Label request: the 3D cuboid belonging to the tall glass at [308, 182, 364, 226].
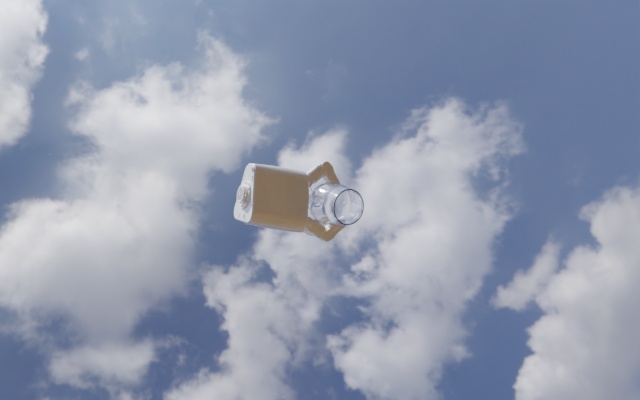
[{"bbox_3d":[0.000,0.003,0.894,0.079,0.079,0.201,0,5,-30],"label":"tall glass"}]
